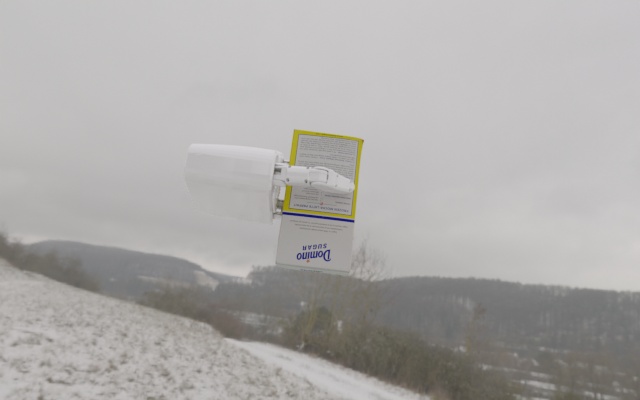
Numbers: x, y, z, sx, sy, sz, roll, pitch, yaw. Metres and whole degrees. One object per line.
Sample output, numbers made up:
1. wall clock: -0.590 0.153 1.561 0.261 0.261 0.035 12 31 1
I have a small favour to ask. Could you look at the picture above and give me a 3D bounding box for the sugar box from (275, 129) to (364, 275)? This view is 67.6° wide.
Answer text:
1. sugar box: 0.000 0.002 0.610 0.093 0.176 0.048 7 -13 1
